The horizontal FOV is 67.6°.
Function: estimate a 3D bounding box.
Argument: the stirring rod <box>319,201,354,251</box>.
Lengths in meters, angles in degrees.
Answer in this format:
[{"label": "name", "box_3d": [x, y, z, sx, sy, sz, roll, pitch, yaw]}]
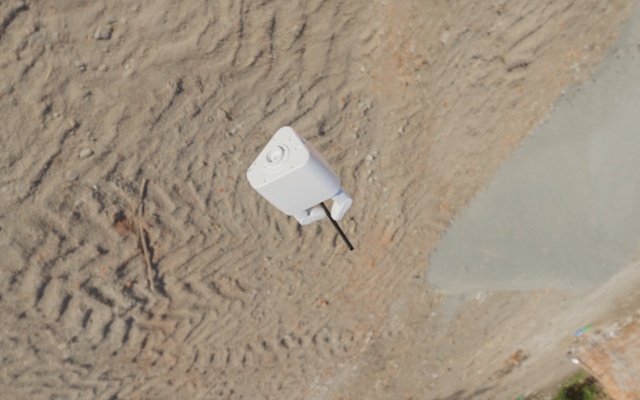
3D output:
[{"label": "stirring rod", "box_3d": [0.000, 0.003, 0.884, 0.011, 0.011, 0.239, 0, 42, -37]}]
